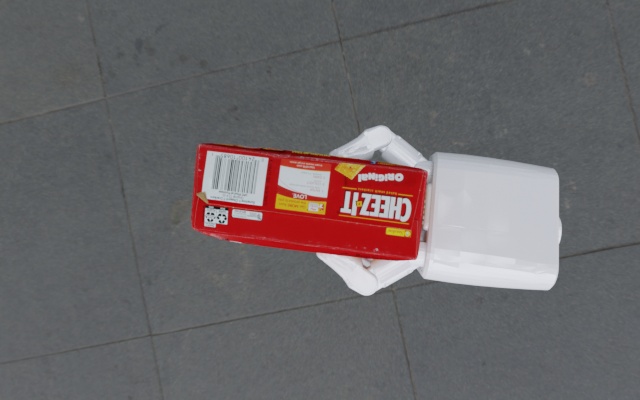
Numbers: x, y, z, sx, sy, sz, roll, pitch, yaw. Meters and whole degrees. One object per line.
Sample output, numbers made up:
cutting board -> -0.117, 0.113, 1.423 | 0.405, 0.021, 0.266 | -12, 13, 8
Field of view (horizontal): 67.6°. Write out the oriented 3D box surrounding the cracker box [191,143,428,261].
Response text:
cracker box -> 0.000, 0.001, 0.432 | 0.164, 0.072, 0.213 | 7, 0, 6
